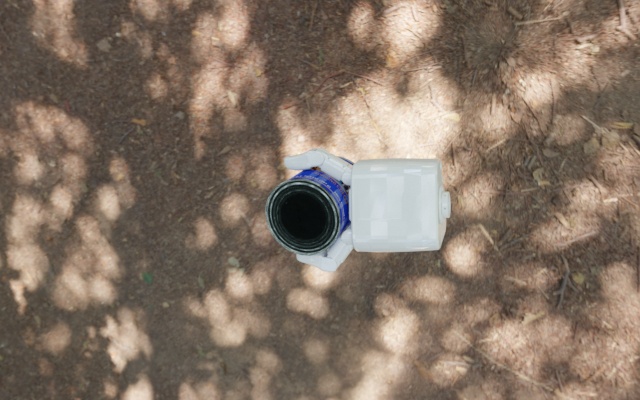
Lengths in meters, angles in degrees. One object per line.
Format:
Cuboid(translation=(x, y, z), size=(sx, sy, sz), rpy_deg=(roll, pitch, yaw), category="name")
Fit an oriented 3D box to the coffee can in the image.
Cuboid(translation=(0.000, 0.002, 0.661), size=(0.103, 0.103, 0.140), rpy_deg=(0, 17, 21), category="coffee can")
